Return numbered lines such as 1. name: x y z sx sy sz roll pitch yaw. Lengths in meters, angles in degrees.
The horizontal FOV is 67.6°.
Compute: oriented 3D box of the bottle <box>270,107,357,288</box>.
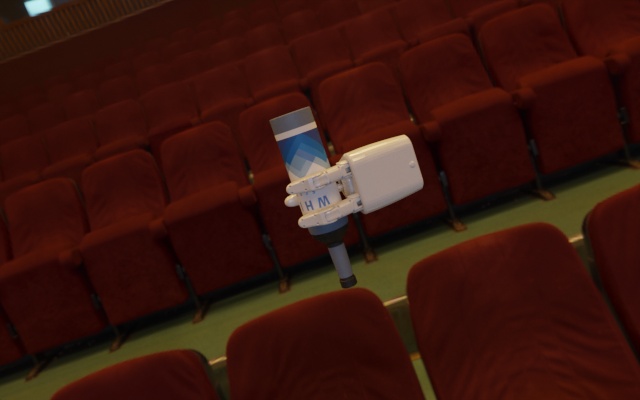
1. bottle: 0.000 0.002 0.762 0.069 0.296 0.069 -19 10 3
